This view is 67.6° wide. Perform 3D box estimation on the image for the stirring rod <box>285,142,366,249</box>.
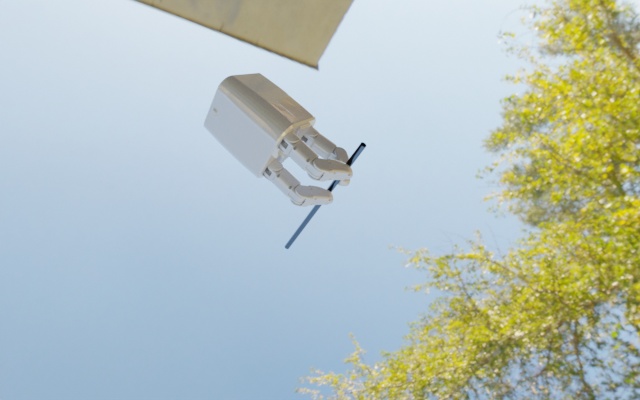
[{"bbox_3d":[0.000,0.002,0.668,0.011,0.011,0.240,0,-36,-33],"label":"stirring rod"}]
